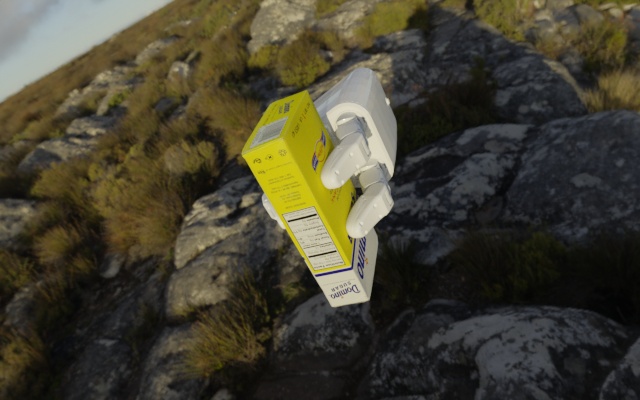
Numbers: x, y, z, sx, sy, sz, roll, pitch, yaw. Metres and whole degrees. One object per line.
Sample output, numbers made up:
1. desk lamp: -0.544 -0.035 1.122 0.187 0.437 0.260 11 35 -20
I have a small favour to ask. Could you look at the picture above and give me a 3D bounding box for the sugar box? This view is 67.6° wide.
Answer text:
1. sugar box: 0.001 0.001 0.430 0.048 0.176 0.093 -17 31 24
